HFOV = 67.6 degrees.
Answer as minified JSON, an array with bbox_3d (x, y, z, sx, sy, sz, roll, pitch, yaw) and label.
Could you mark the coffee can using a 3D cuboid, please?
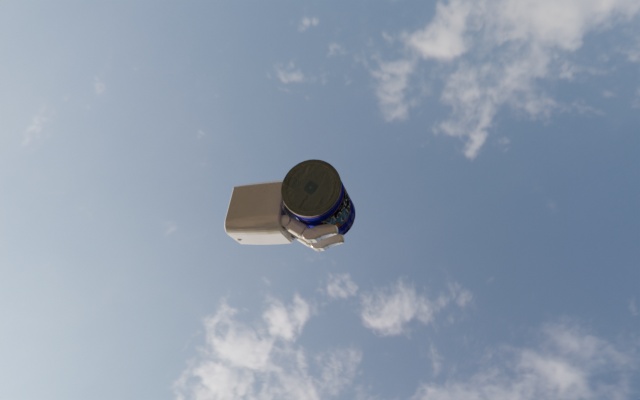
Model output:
[{"bbox_3d":[0.000,0.003,0.850,0.103,0.102,0.140,0,-21,15],"label":"coffee can"}]
